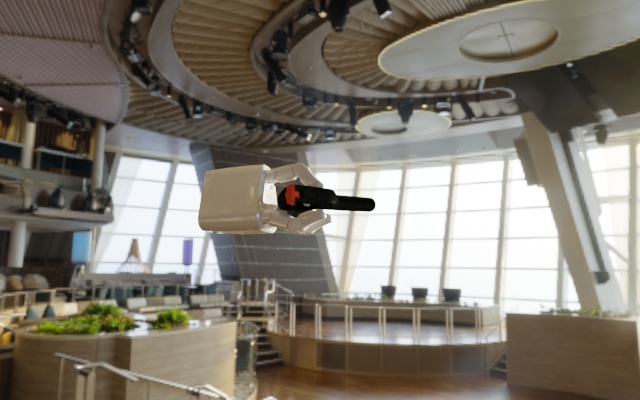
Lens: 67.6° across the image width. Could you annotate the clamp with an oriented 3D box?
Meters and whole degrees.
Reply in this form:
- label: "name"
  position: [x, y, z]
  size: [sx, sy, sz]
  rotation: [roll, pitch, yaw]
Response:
- label: "clamp"
  position: [0.000, 0.002, 0.773]
  size: [0.164, 0.036, 0.210]
  rotation: [-6, -9, 11]
